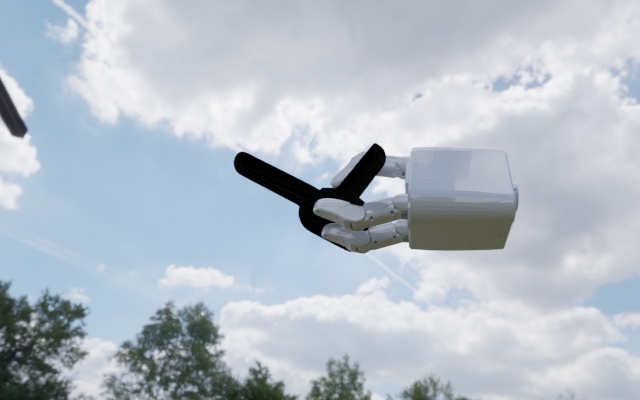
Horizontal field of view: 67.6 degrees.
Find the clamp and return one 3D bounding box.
[{"bbox_3d":[0.001,0.001,0.564,0.164,0.036,0.210,3,-31,14],"label":"clamp"}]
